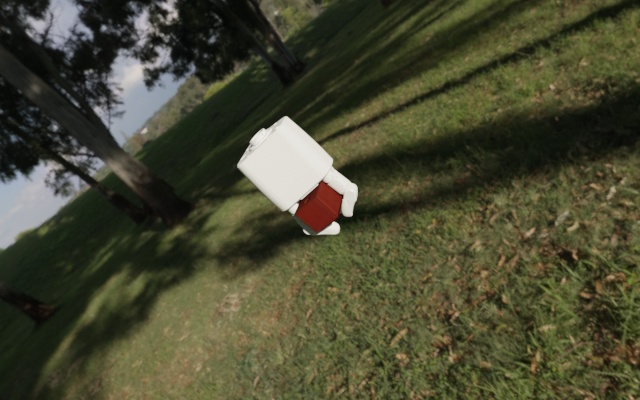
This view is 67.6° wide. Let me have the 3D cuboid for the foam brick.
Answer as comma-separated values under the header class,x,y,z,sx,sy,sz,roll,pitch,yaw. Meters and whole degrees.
class,x,y,z,sx,sy,sz,roll,pitch,yaw
foam brick,0.000,0.003,0.777,0.053,0.051,0.078,-37,21,31
